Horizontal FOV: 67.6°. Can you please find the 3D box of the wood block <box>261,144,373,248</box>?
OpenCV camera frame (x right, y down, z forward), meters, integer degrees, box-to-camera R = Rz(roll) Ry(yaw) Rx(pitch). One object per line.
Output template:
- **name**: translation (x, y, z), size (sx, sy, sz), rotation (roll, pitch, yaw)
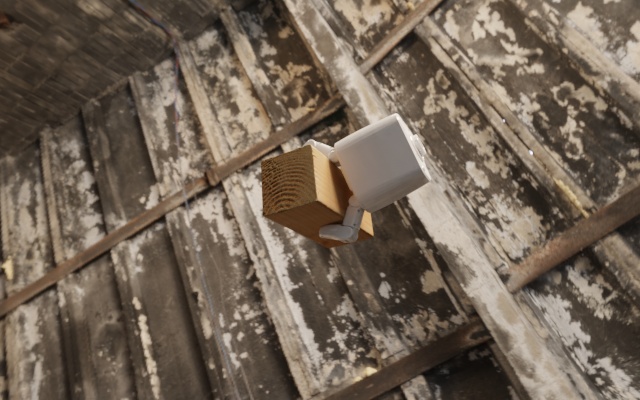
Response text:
- **wood block**: translation (0.001, 0.003, 0.755), size (0.090, 0.090, 0.206), rotation (-16, -25, 23)
